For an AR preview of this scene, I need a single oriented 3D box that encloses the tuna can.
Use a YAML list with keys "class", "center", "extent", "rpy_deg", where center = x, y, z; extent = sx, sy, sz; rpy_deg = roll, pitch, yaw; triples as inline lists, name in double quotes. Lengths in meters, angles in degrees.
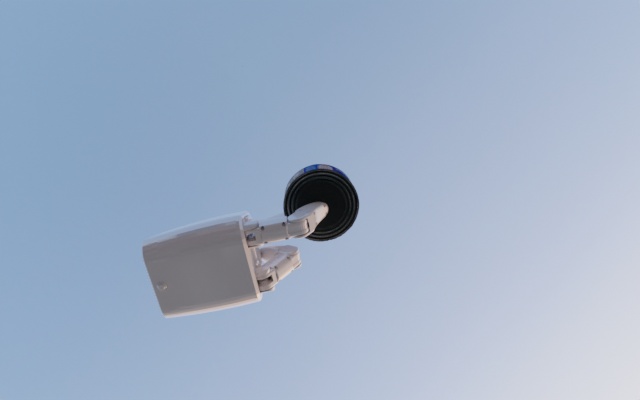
- class: "tuna can"
  center: [0.000, 0.002, 0.552]
  extent: [0.086, 0.086, 0.033]
  rpy_deg: [0, 17, -4]
